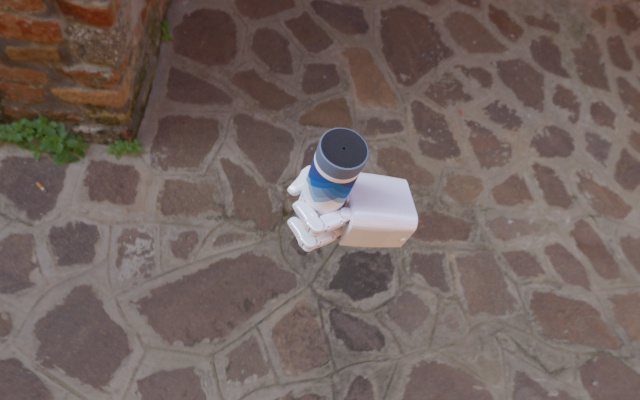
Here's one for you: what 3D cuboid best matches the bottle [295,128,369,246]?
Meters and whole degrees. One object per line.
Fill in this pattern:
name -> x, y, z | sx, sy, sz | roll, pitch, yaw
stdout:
bottle -> 0.000, 0.002, 0.741 | 0.069, 0.069, 0.296 | 0, -28, -14
